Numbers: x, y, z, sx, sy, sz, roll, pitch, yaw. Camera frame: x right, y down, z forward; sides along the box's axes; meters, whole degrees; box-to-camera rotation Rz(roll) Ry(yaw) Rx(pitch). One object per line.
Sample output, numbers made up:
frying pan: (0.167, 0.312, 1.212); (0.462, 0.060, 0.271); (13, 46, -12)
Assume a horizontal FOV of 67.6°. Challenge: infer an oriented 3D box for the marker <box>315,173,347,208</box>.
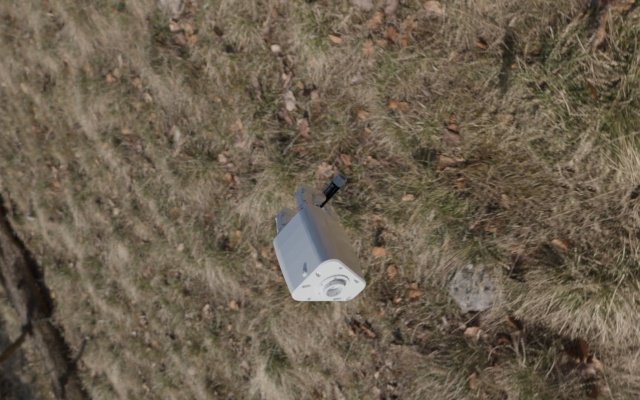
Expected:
marker: (0.000, 0.003, 0.803); (0.121, 0.020, 0.020); (-48, -25, 24)
